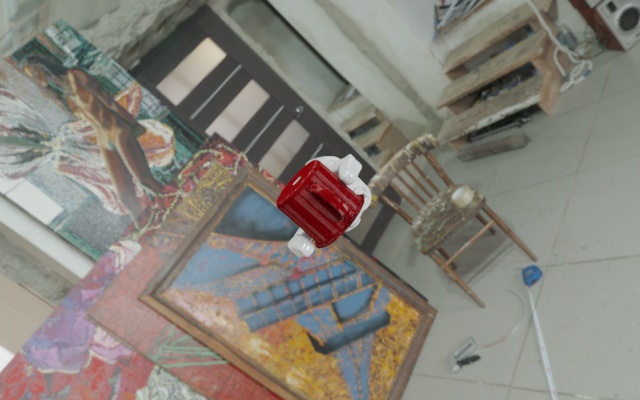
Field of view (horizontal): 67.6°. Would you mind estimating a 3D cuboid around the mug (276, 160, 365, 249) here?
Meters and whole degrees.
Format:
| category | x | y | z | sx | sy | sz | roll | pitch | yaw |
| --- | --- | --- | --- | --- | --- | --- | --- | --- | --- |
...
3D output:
| category | x | y | z | sx | sy | sz | roll | pitch | yaw |
| --- | --- | --- | --- | --- | --- | --- | --- | --- | --- |
| mug | 0.000 | 0.002 | 0.609 | 0.081 | 0.093 | 0.117 | 42 | -9 | -14 |
